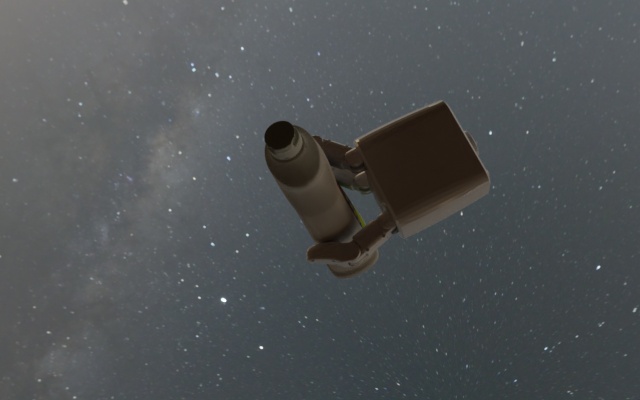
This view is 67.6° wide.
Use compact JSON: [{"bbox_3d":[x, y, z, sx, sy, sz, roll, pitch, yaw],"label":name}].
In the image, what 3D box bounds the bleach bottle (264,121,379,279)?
[{"bbox_3d":[0.000,0.002,0.513,0.068,0.102,0.251,-28,-29,2],"label":"bleach bottle"}]
